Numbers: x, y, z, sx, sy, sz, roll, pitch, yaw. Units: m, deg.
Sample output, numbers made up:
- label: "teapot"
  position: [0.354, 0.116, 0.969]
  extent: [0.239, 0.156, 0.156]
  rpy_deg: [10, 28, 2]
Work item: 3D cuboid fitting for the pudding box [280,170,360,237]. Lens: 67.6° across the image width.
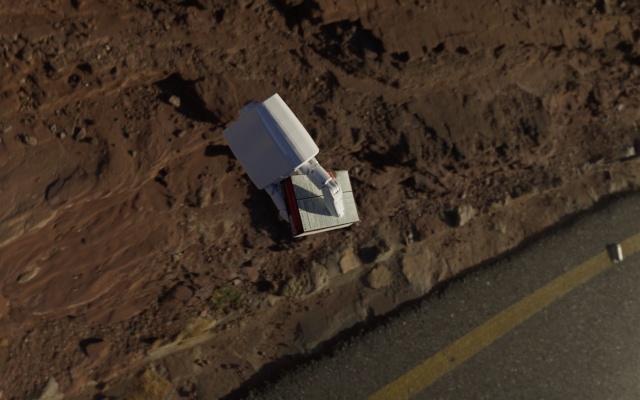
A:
- label: "pudding box"
  position: [0.000, 0.002, 0.737]
  extent: [0.113, 0.090, 0.039]
  rpy_deg: [-9, -7, -33]
